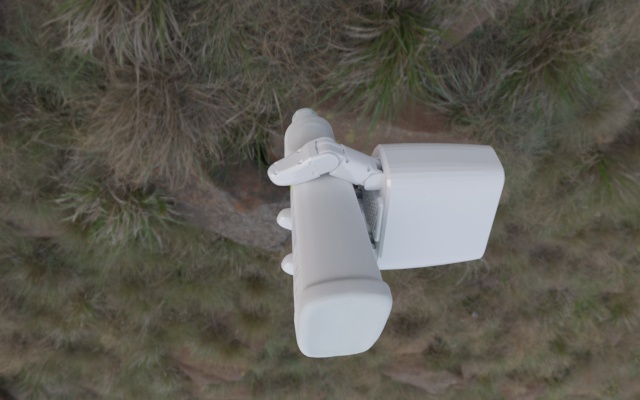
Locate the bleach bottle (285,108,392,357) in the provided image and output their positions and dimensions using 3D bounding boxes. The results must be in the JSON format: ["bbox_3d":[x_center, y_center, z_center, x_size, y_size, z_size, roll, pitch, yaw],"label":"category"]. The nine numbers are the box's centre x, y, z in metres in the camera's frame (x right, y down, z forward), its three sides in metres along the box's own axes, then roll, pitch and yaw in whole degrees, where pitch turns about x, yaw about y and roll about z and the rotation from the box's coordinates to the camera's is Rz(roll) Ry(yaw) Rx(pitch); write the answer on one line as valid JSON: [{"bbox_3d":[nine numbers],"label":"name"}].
[{"bbox_3d":[0.000,0.002,0.428,0.068,0.250,0.103,-3,-40,-8],"label":"bleach bottle"}]
